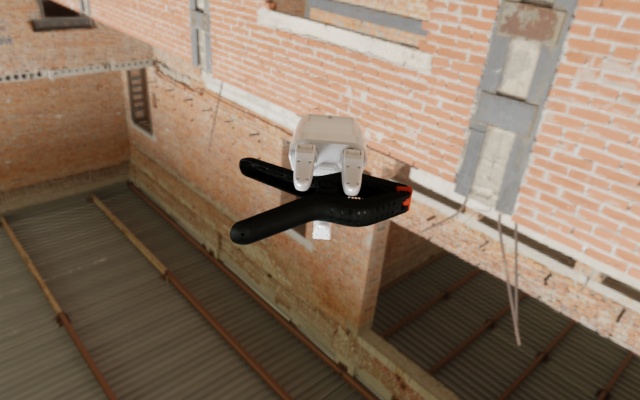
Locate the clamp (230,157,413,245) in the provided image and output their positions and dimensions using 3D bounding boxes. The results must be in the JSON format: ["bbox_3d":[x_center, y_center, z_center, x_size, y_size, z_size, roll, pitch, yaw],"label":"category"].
[{"bbox_3d":[0.001,0.002,0.537,0.210,0.036,0.164,4,32,0],"label":"clamp"}]
